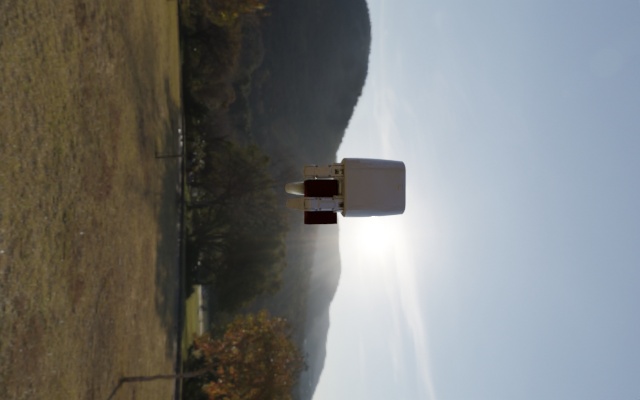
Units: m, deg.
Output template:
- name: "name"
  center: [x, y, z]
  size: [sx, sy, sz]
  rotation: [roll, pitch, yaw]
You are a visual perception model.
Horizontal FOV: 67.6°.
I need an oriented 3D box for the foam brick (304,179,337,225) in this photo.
- name: "foam brick"
  center: [0.000, 0.003, 0.817]
  size: [0.051, 0.078, 0.053]
  rotation: [0, 0, -9]
